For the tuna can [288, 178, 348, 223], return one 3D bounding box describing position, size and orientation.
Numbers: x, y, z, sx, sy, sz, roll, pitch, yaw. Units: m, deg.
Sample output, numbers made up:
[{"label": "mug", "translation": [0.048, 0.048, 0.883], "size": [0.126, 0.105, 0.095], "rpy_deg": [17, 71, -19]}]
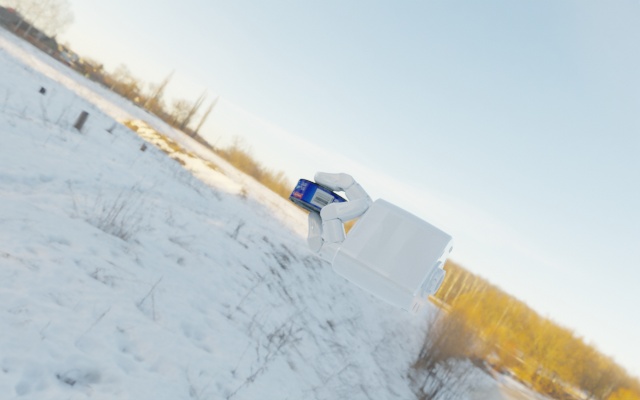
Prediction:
[{"label": "tuna can", "translation": [0.000, 0.002, 0.673], "size": [0.086, 0.033, 0.086], "rpy_deg": [27, -6, 3]}]
